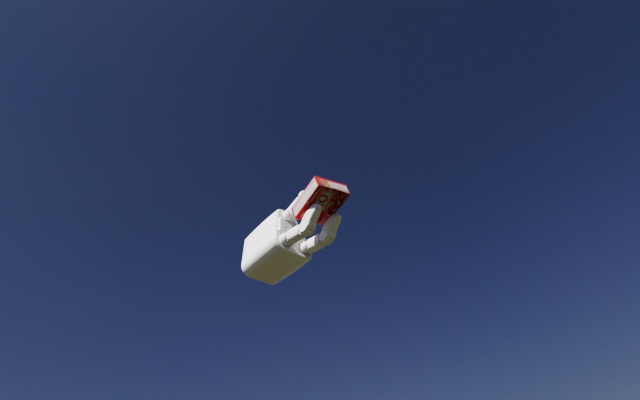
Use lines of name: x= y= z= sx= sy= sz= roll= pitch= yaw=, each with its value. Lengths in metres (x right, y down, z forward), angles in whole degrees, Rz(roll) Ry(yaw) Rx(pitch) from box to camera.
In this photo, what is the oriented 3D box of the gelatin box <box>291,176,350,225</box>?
gelatin box: x=0.000 y=0.002 z=0.879 sx=0.073 sy=0.089 sz=0.030 roll=15 pitch=36 yaw=-33
